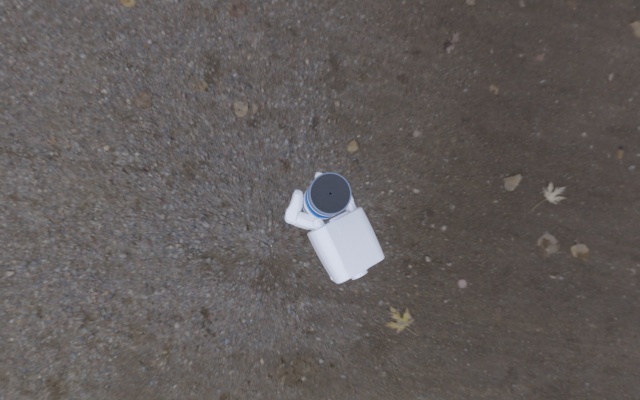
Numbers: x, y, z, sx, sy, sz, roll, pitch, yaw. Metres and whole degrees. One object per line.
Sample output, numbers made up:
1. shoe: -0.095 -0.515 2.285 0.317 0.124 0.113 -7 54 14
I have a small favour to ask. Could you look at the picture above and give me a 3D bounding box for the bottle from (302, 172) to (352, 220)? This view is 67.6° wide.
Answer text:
1. bottle: 0.000 0.003 0.879 0.069 0.069 0.296 0 -5 -6
